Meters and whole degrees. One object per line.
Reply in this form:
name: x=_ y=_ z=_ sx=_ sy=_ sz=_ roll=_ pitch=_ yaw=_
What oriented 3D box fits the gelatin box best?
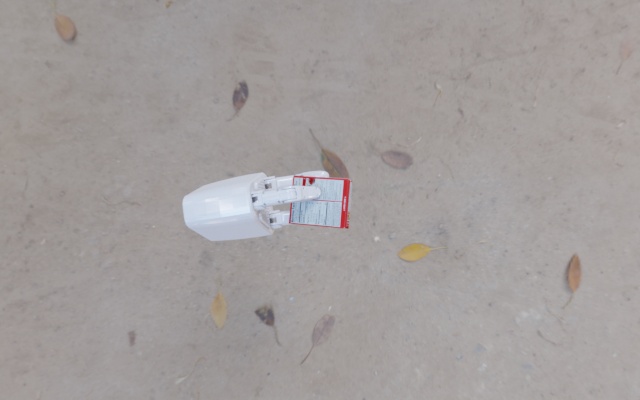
gelatin box: x=0.000 y=0.002 z=0.711 sx=0.089 sy=0.073 sz=0.030 roll=4 pitch=-2 yaw=15
